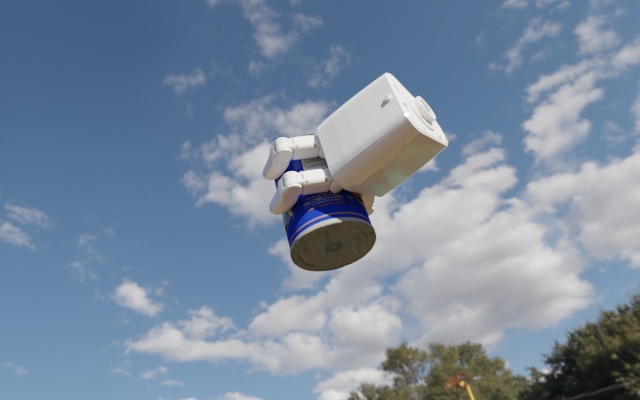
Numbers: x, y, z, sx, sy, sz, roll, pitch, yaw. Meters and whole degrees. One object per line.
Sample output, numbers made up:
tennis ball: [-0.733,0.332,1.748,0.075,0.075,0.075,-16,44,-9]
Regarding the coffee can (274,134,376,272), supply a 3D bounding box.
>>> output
coffee can: [0.000,0.002,0.594,0.103,0.140,0.103,-11,-37,-8]
